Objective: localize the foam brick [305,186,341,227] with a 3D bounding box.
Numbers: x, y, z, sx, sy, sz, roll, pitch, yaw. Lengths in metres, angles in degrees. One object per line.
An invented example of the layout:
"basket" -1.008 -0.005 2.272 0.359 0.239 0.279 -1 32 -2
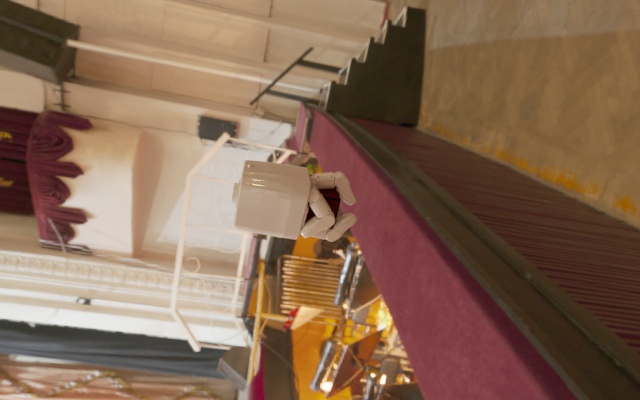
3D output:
"foam brick" 0.000 0.003 0.803 0.051 0.053 0.078 9 20 -8
